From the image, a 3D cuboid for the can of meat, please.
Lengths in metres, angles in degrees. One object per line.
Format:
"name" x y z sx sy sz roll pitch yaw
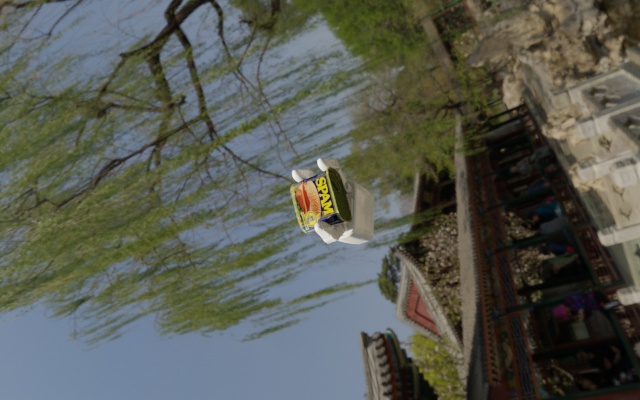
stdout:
"can of meat" 0.000 0.003 0.870 0.084 0.102 0.057 -21 -17 24
